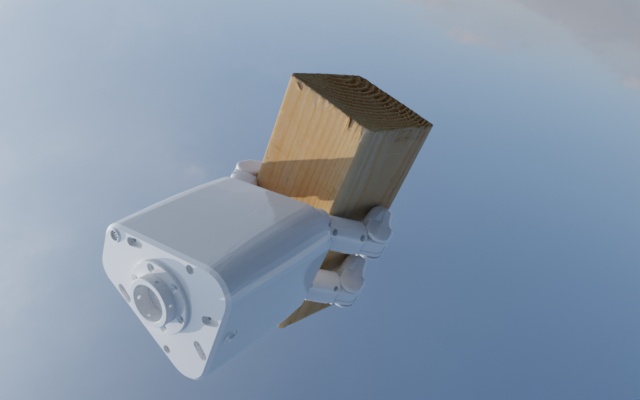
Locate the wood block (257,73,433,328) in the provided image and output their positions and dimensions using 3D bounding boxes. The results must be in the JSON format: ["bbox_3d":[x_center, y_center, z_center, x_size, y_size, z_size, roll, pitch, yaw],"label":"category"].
[{"bbox_3d":[0.000,0.001,0.428,0.090,0.206,0.090,-13,47,-46],"label":"wood block"}]
